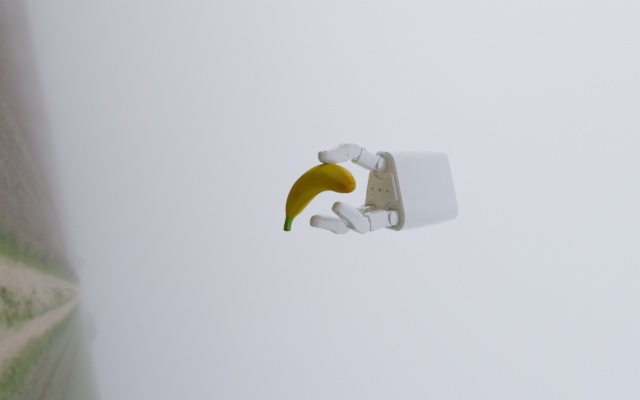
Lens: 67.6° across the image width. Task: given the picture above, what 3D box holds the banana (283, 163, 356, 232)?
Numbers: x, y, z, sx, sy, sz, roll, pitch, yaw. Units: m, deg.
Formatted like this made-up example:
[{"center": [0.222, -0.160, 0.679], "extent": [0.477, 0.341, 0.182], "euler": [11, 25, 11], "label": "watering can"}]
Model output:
[{"center": [-0.005, -0.014, 0.664], "extent": [0.037, 0.069, 0.198], "euler": [-2, -18, -28], "label": "banana"}]
